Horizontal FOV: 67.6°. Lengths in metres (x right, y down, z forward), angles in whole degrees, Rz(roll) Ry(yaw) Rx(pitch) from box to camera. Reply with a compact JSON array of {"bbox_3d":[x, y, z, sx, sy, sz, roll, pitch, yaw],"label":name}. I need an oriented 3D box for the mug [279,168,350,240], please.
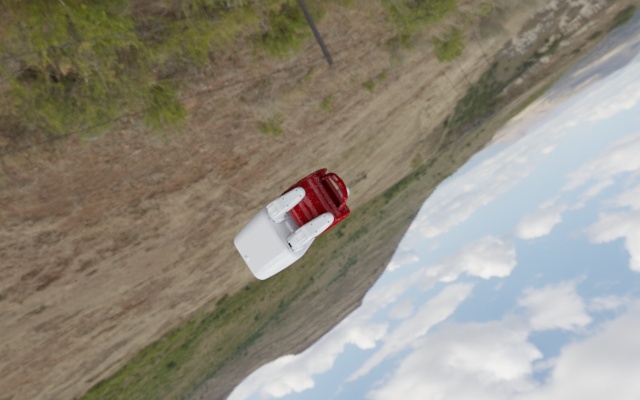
[{"bbox_3d":[0.001,0.002,0.740,0.117,0.081,0.093,-38,-8,41],"label":"mug"}]
